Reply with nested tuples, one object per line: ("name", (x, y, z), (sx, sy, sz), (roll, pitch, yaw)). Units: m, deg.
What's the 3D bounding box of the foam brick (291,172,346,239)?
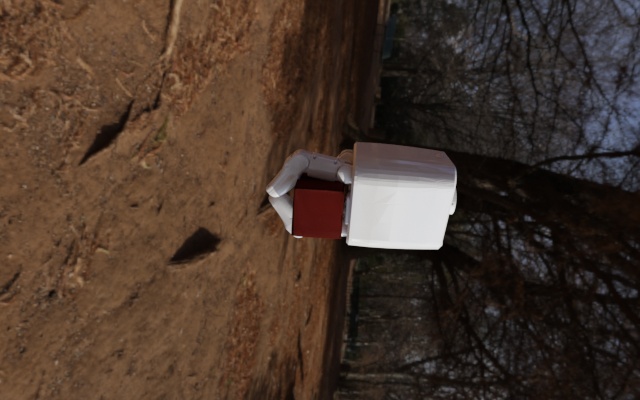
("foam brick", (0.000, 0.002, 0.508), (0.051, 0.053, 0.078), (5, 19, 3))
